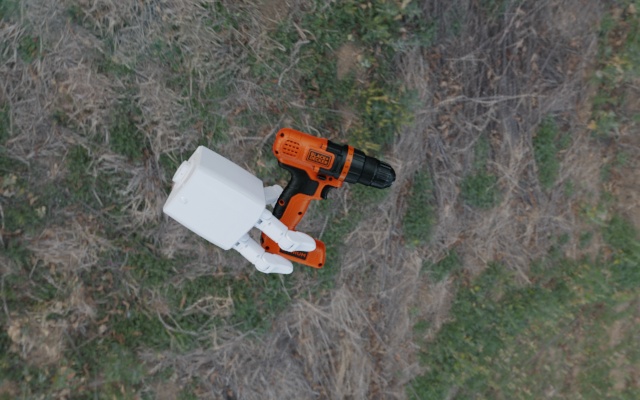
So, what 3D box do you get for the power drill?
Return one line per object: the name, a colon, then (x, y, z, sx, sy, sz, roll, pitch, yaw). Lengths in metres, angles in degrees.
power drill: (0.000, 0.003, 0.711, 0.184, 0.188, 0.057, 18, 14, -6)
